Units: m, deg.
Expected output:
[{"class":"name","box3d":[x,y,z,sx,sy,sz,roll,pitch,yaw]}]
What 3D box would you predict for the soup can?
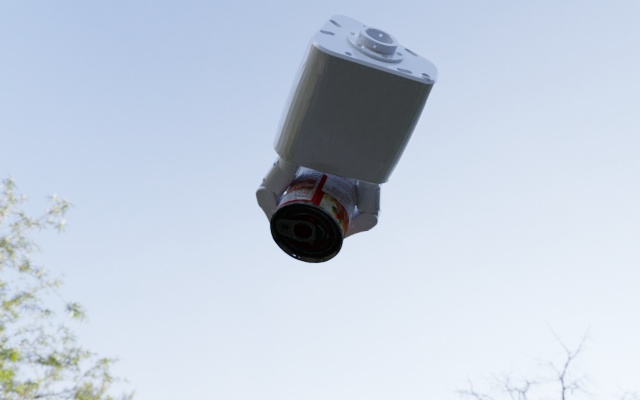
[{"class":"soup can","box3d":[0.000,0.002,0.460,0.068,0.068,0.102,0,34,19]}]
